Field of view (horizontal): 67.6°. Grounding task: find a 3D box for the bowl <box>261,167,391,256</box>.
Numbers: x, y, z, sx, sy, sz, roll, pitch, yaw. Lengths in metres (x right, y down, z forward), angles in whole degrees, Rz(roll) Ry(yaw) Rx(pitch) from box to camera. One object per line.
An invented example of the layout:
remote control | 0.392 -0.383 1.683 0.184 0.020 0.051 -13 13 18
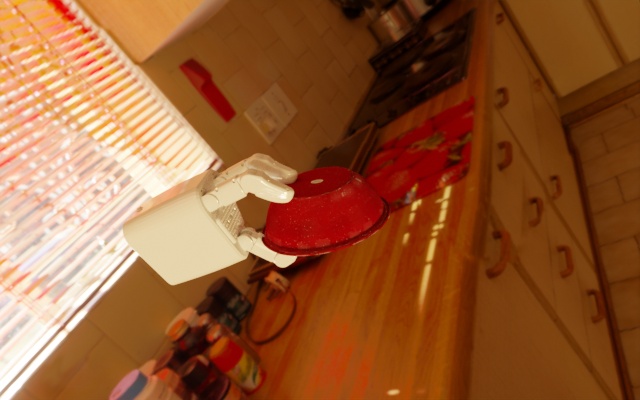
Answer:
bowl | 0.001 0.001 0.574 0.162 0.055 0.162 -12 23 5
